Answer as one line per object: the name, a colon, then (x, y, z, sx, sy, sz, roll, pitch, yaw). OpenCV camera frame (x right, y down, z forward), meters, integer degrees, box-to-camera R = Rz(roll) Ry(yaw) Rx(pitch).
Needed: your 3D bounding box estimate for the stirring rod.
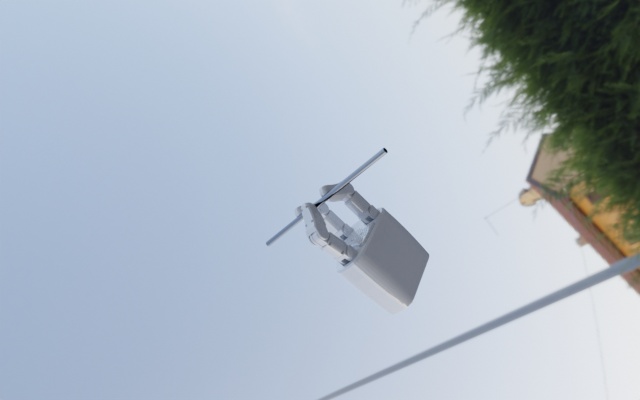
stirring rod: (0.000, 0.002, 0.639, 0.011, 0.011, 0.240, 0, -31, -49)
